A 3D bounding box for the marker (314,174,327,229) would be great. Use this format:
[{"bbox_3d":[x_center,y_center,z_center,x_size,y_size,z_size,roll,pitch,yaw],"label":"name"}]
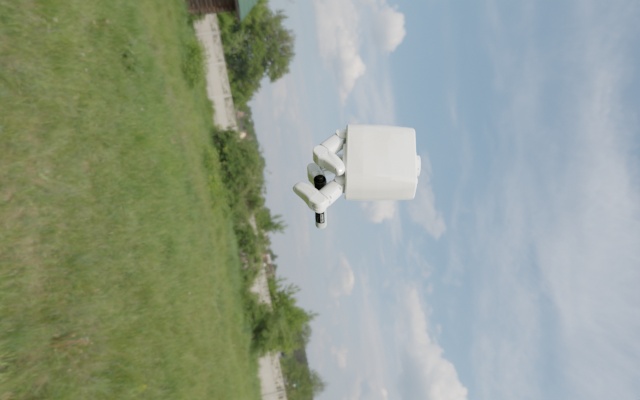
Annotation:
[{"bbox_3d":[0.000,0.002,0.743,0.020,0.020,0.121,0,-38,1],"label":"marker"}]
